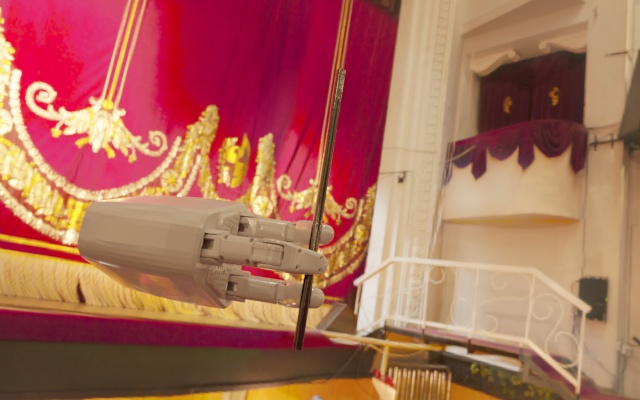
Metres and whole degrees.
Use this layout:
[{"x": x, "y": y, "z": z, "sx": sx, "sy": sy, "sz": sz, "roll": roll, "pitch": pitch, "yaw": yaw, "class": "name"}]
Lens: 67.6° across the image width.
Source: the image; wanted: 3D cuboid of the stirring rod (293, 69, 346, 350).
[{"x": 0.000, "y": 0.001, "z": 0.401, "sx": 0.011, "sy": 0.239, "sz": 0.011, "roll": 9, "pitch": -11, "yaw": 2, "class": "stirring rod"}]
